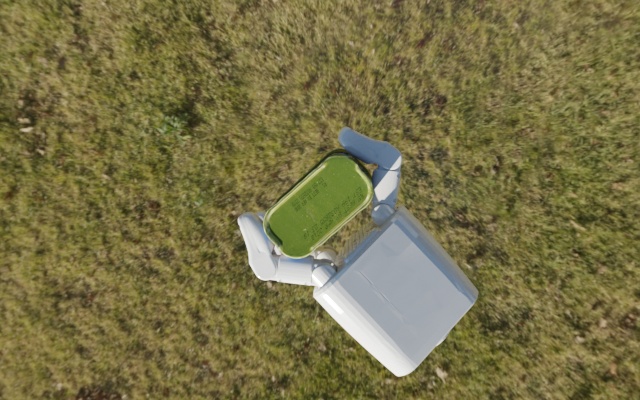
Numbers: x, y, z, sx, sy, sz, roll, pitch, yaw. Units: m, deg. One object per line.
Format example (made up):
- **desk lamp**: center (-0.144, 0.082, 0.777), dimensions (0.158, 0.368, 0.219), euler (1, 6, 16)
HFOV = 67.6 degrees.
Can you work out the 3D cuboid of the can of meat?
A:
- **can of meat**: center (0.000, 0.001, 0.428), dimensions (0.102, 0.057, 0.084), euler (-42, 3, 7)
